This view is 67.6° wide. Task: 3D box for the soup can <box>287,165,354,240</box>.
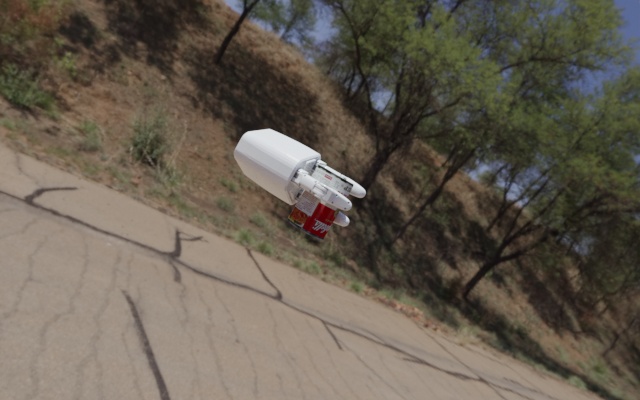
[{"bbox_3d":[0.001,0.002,0.764,0.068,0.102,0.068,30,3,-2],"label":"soup can"}]
